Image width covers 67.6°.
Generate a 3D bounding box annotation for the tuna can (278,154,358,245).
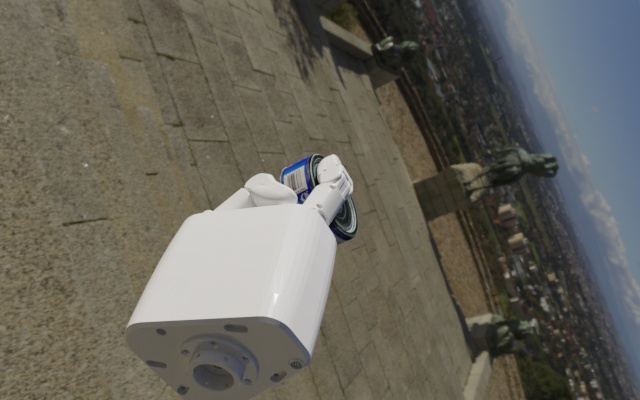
[{"bbox_3d":[0.001,0.001,0.436,0.034,0.086,0.086,-26,-10,21],"label":"tuna can"}]
